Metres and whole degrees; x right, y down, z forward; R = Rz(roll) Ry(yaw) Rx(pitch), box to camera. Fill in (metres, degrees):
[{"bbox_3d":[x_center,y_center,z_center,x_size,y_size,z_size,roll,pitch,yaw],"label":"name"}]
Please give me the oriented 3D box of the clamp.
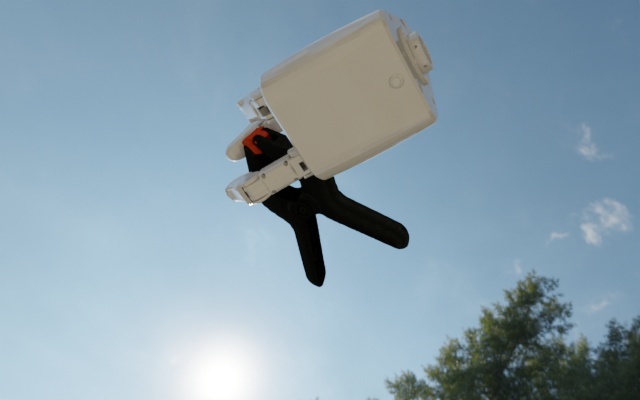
[{"bbox_3d":[0.000,0.001,0.440,0.120,0.171,0.039,-24,22,25],"label":"clamp"}]
